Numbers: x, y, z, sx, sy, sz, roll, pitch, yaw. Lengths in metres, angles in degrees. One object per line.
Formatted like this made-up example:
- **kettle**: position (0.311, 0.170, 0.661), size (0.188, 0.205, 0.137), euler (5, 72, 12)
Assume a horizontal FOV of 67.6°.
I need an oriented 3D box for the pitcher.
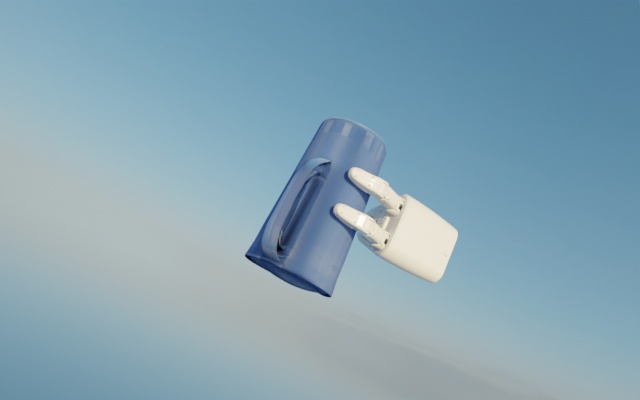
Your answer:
- **pitcher**: position (0.000, 0.002, 0.678), size (0.145, 0.242, 0.149), euler (30, -15, -19)
